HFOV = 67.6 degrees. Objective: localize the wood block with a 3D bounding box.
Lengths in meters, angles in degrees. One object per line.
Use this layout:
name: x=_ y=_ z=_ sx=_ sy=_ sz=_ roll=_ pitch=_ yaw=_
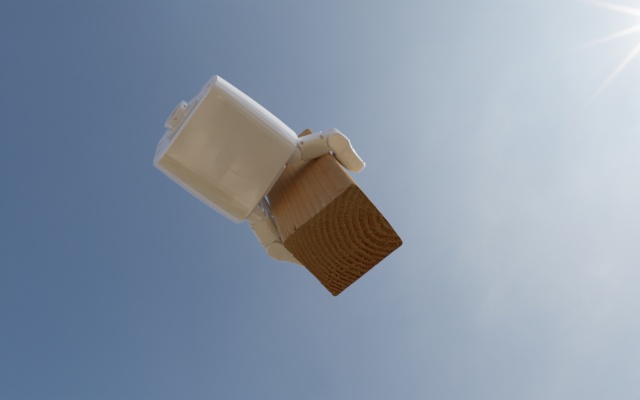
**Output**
wood block: x=0.000 y=0.001 z=0.547 sx=0.091 sy=0.090 sz=0.206 roll=-39 pitch=26 yaw=5
